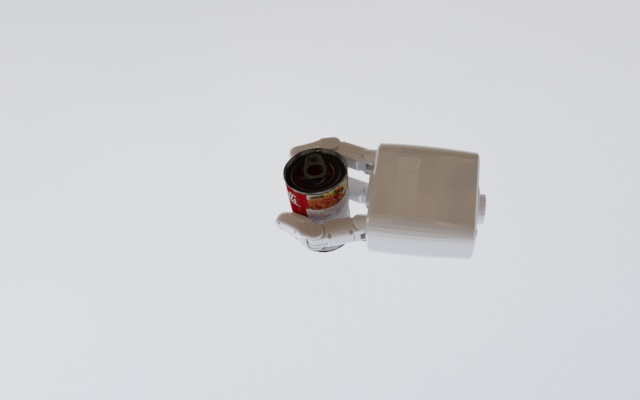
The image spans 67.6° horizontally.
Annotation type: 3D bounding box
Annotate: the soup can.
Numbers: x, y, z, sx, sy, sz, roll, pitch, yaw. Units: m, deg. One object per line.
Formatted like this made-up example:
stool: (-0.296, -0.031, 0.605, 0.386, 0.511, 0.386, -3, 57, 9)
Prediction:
soup can: (0.000, 0.002, 0.532, 0.068, 0.068, 0.102, 0, -42, 9)
